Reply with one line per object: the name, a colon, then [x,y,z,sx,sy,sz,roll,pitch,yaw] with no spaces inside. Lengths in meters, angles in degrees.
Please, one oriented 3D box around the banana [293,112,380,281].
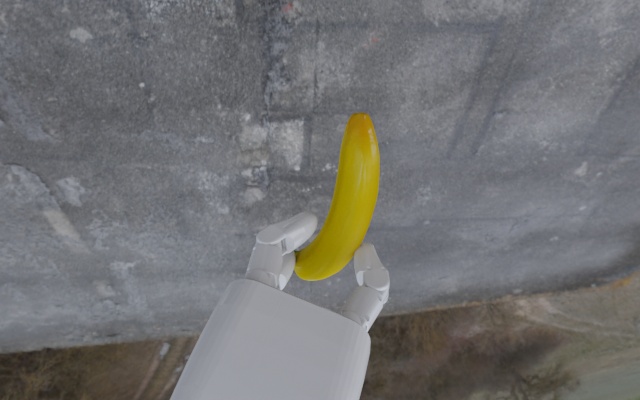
banana: [0.012,0.016,0.426,0.037,0.069,0.198,-28,-23,-45]
